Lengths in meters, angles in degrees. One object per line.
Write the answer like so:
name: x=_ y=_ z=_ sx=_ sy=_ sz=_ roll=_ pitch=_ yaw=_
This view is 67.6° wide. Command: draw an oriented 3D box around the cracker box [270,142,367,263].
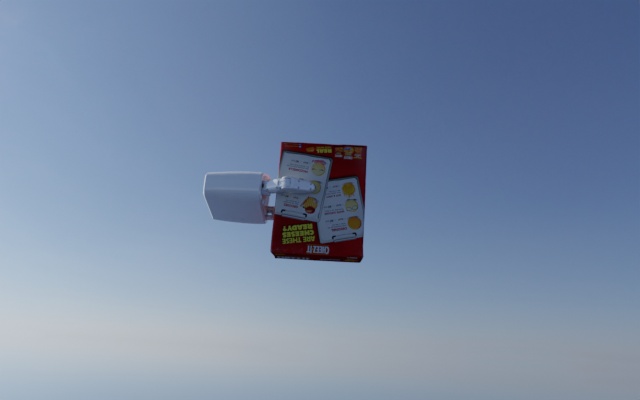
cracker box: x=0.000 y=0.003 z=0.886 sx=0.164 sy=0.213 sz=0.072 roll=3 pitch=-17 yaw=3
